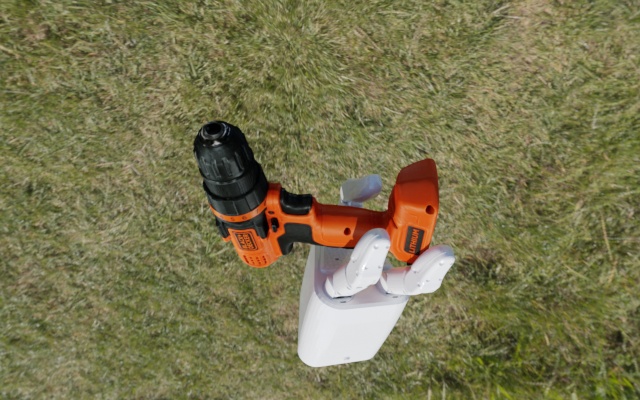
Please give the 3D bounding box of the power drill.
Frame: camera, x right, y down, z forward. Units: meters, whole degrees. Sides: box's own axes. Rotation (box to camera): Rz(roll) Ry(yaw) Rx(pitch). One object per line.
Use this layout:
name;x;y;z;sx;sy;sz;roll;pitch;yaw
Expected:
power drill;0.001;0.002;0.403;0.187;0.057;0.185;2;-32;7
